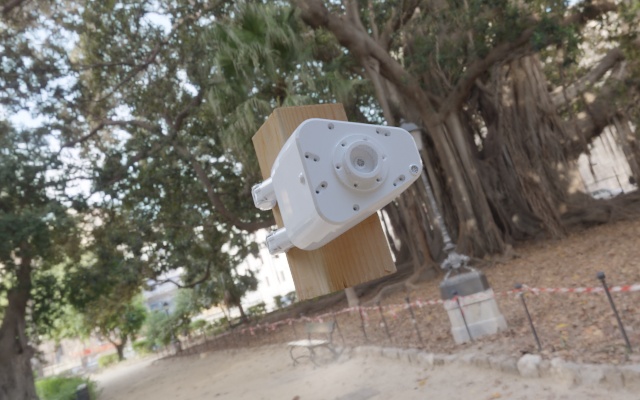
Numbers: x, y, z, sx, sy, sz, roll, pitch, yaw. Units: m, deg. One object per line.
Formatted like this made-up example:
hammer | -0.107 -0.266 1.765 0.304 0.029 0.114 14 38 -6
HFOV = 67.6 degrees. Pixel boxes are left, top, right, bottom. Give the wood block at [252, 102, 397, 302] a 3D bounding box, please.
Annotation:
wood block | 0.000 0.002 0.556 0.091 0.206 0.090 -11 -11 -29
